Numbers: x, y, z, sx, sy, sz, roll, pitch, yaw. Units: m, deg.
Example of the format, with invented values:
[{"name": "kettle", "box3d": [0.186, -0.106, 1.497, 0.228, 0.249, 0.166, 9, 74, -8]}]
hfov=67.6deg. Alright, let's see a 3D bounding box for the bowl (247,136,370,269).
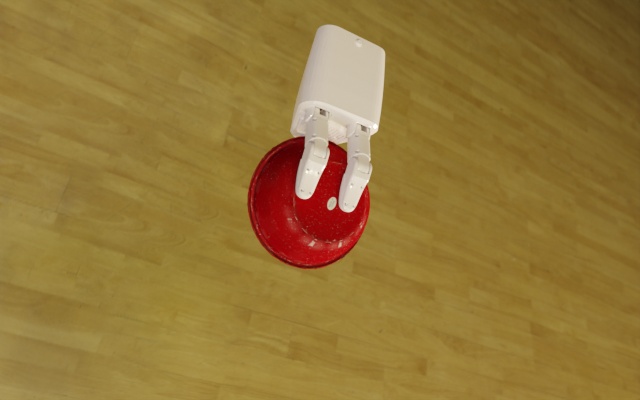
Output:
[{"name": "bowl", "box3d": [0.000, 0.003, 0.556, 0.162, 0.162, 0.055, 0, -1, -26]}]
